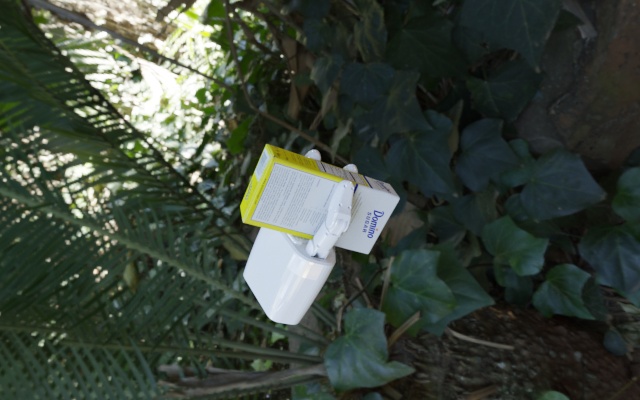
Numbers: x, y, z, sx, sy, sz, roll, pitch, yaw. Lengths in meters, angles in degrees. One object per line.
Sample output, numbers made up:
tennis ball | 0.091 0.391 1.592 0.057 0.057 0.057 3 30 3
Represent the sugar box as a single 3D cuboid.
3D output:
sugar box | 0.000 0.002 0.594 0.176 0.093 0.048 16 24 -25
